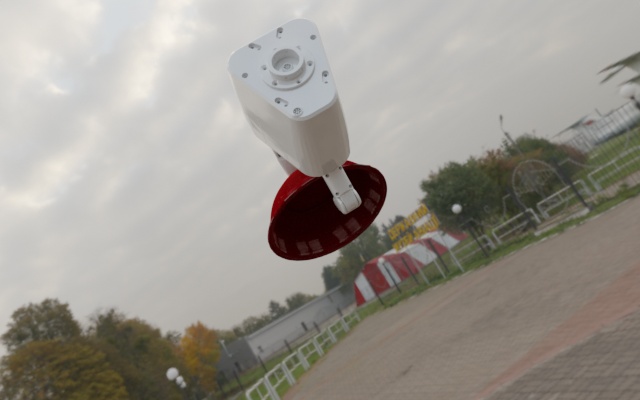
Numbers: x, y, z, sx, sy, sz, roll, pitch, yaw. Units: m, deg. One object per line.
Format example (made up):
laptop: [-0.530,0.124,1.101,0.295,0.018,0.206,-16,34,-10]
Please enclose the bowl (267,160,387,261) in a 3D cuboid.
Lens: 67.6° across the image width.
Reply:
bowl: [0.000,0.003,0.592,0.162,0.162,0.055,0,42,-38]
